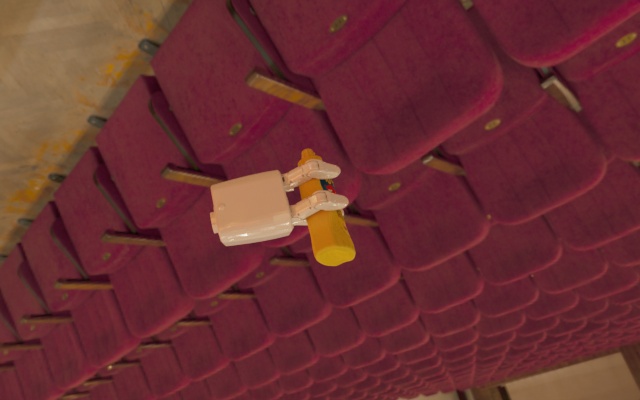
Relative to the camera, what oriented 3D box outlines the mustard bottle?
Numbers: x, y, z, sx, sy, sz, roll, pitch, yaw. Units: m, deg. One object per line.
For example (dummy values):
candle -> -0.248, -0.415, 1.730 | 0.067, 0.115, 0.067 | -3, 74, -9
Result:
mustard bottle -> 0.001, 0.003, 0.752 | 0.058, 0.191, 0.096 | -22, -25, 14
